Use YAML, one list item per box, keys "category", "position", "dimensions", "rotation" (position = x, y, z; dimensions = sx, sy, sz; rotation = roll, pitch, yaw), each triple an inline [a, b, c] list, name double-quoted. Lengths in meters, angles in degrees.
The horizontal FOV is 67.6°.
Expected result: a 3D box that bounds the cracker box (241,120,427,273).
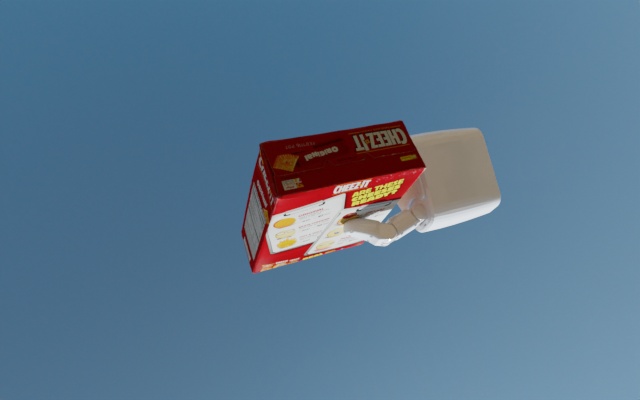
- category: "cracker box"
  position: [0.000, 0.002, 0.560]
  dimensions: [0.164, 0.072, 0.214]
  rotation: [-13, -23, -20]
